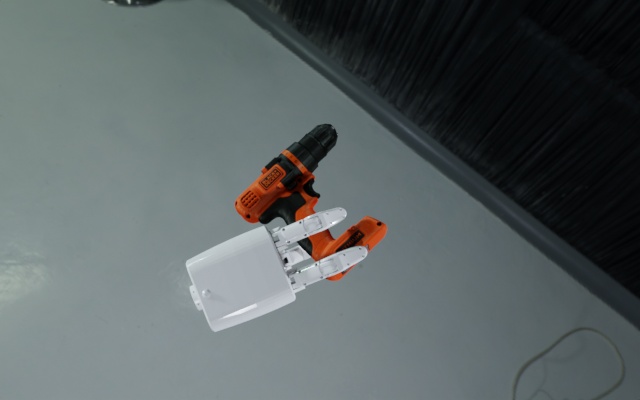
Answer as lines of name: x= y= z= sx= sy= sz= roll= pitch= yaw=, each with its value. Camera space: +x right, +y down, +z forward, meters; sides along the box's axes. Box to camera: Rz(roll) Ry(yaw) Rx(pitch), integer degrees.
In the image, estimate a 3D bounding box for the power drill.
power drill: x=0.000 y=0.003 z=0.660 sx=0.187 sy=0.184 sz=0.057 roll=43 pitch=-5 yaw=22
